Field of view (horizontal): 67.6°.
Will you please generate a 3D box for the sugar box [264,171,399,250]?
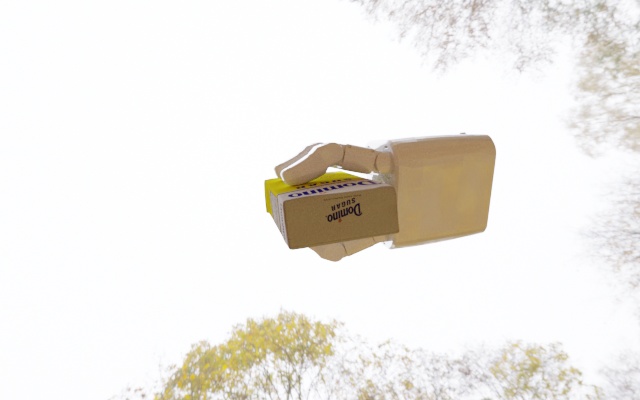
[{"bbox_3d":[0.000,0.001,0.453,0.093,0.048,0.176,-8,7,-11],"label":"sugar box"}]
